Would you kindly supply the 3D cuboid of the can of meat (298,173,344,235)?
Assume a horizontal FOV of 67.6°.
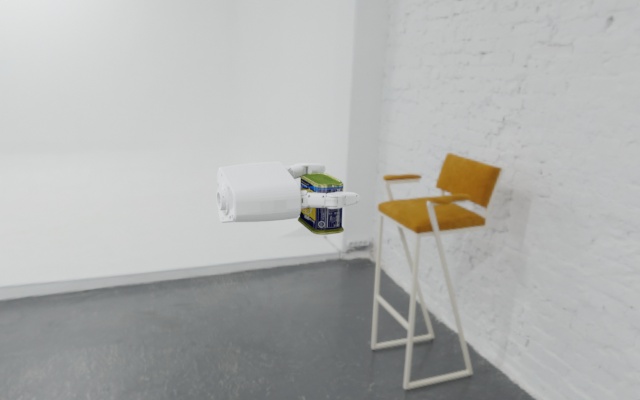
[{"bbox_3d":[0.000,0.002,0.811,0.057,0.084,0.102,-5,15,-22],"label":"can of meat"}]
